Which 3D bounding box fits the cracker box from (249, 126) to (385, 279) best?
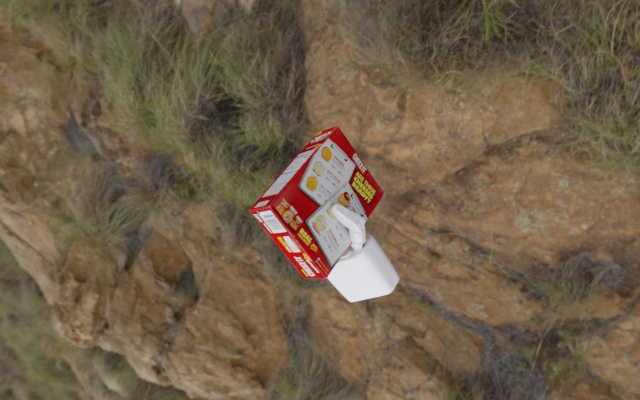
[{"bbox_3d":[0.000,0.003,0.828,0.072,0.164,0.213,-9,35,48],"label":"cracker box"}]
